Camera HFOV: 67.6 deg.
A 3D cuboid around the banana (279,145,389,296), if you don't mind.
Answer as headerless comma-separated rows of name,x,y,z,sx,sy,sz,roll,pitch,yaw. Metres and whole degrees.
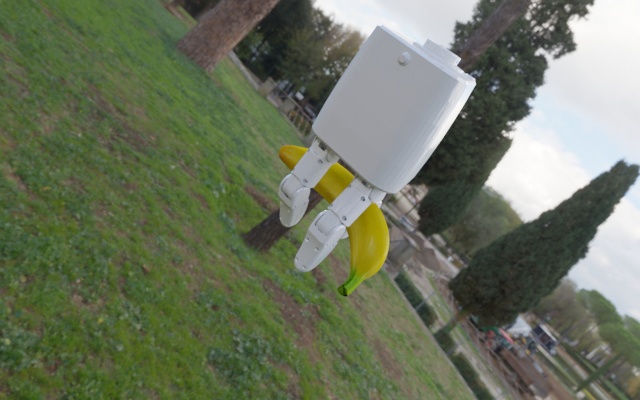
banana,0.018,0.003,0.469,0.069,0.037,0.197,-3,43,-24
